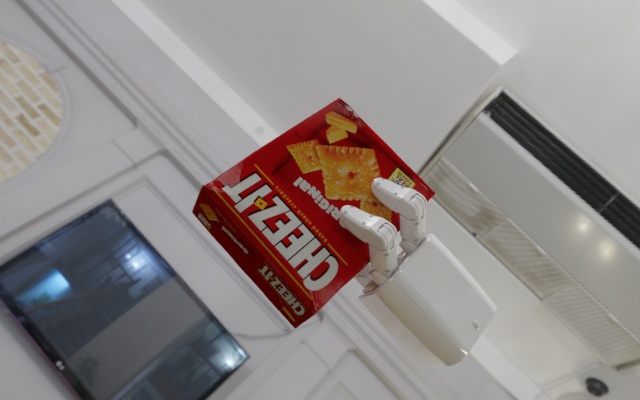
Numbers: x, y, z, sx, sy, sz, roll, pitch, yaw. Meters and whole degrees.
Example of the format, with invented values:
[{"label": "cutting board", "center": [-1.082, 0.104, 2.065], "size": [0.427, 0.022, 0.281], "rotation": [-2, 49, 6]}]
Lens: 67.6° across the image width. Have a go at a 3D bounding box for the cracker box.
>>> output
[{"label": "cracker box", "center": [0.000, 0.002, 0.520], "size": [0.213, 0.164, 0.072], "rotation": [-39, -7, -34]}]
